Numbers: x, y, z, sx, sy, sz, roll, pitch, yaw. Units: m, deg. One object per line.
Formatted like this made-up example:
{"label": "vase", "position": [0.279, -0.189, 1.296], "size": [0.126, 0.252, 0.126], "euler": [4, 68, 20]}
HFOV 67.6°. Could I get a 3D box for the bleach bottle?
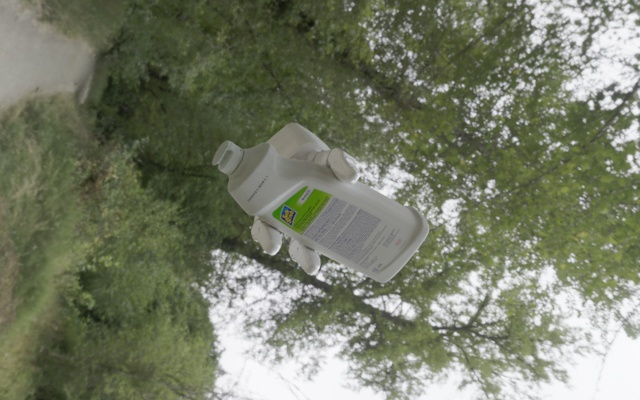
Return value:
{"label": "bleach bottle", "position": [0.000, 0.002, 0.535], "size": [0.251, 0.102, 0.068], "euler": [30, 13, -27]}
